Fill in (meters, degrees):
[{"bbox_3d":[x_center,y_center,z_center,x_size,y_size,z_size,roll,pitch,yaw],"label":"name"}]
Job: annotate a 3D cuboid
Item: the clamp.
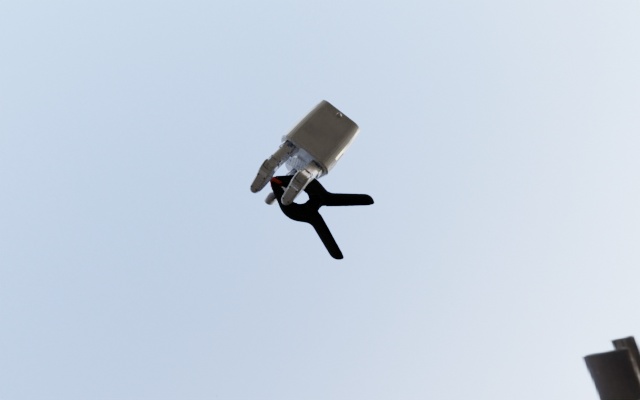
[{"bbox_3d":[0.000,0.003,0.778,0.171,0.120,0.039,39,-23,5],"label":"clamp"}]
